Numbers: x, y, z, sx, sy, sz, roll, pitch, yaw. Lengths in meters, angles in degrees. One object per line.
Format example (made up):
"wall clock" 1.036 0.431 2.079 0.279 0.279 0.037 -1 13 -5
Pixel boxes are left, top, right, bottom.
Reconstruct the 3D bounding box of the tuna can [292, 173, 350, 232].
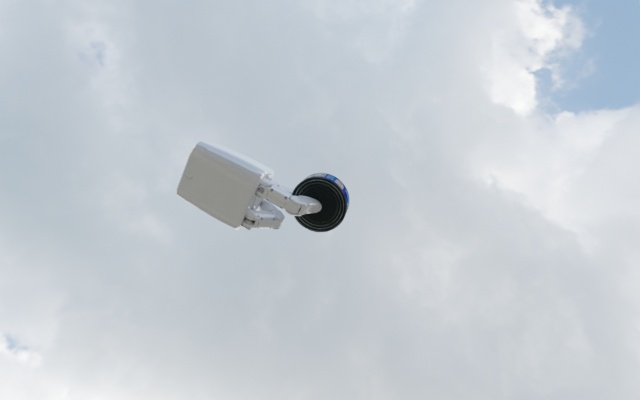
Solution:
"tuna can" 0.000 0.002 0.719 0.086 0.086 0.033 0 16 13
